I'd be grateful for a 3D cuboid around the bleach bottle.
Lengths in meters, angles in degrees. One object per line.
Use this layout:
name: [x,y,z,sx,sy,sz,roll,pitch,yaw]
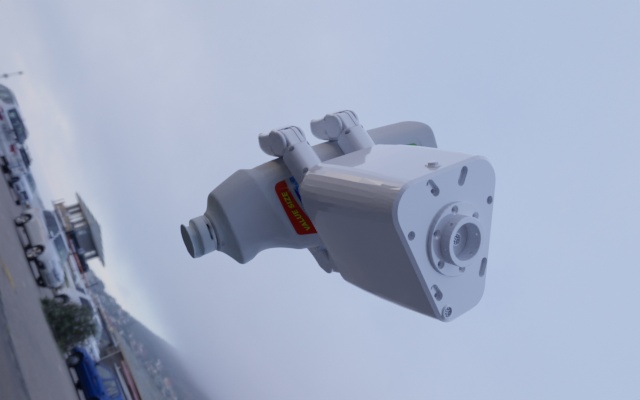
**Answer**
bleach bottle: [0.000,0.001,0.437,0.251,0.102,0.068,-21,18,-28]
